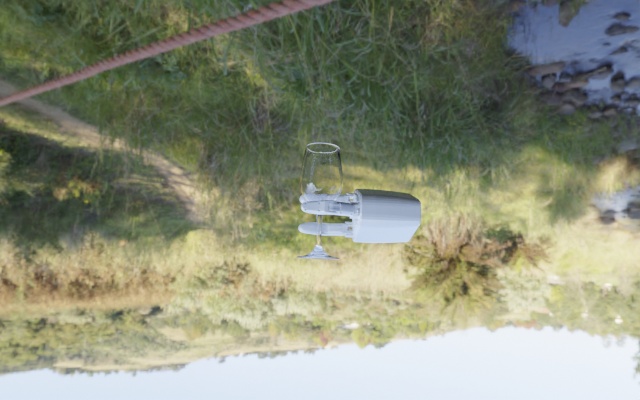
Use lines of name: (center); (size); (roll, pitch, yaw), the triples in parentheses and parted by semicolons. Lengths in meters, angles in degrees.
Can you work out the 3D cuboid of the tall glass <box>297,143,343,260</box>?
tall glass: (0.000, 0.003, 0.845); (0.079, 0.201, 0.079); (2, -8, 0)
